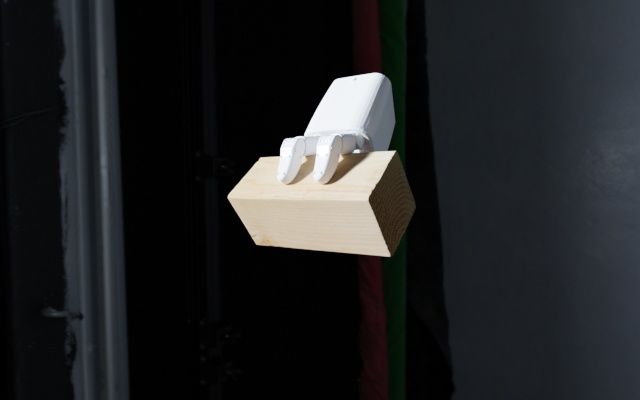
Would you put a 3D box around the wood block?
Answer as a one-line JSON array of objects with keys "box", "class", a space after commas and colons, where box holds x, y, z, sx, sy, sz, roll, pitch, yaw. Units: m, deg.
[{"box": [0.000, 0.002, 0.601, 0.206, 0.091, 0.090, 1, 42, 35], "class": "wood block"}]
